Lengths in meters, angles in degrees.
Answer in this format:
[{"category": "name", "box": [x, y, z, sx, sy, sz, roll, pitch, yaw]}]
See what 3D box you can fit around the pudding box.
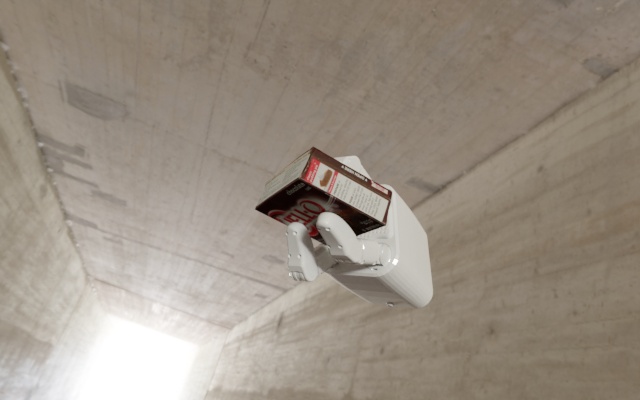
[{"category": "pudding box", "box": [0.000, 0.001, 0.451, 0.090, 0.039, 0.113, 27, -27, -18]}]
